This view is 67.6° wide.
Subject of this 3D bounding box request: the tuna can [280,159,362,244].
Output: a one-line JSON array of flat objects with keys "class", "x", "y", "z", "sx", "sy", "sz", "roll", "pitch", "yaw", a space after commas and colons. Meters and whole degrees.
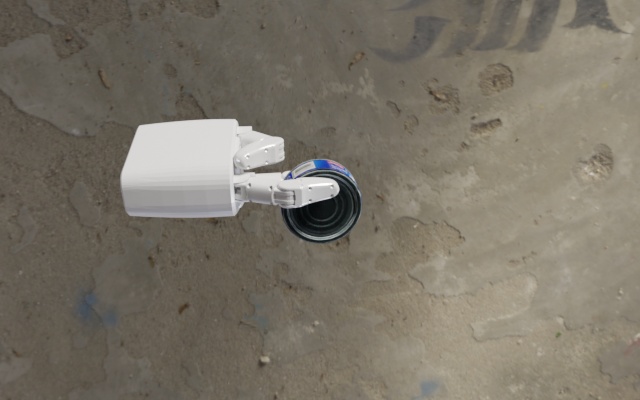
[{"class": "tuna can", "x": 0.000, "y": 0.002, "z": 0.501, "sx": 0.086, "sy": 0.086, "sz": 0.033, "roll": 0, "pitch": 22, "yaw": -8}]
